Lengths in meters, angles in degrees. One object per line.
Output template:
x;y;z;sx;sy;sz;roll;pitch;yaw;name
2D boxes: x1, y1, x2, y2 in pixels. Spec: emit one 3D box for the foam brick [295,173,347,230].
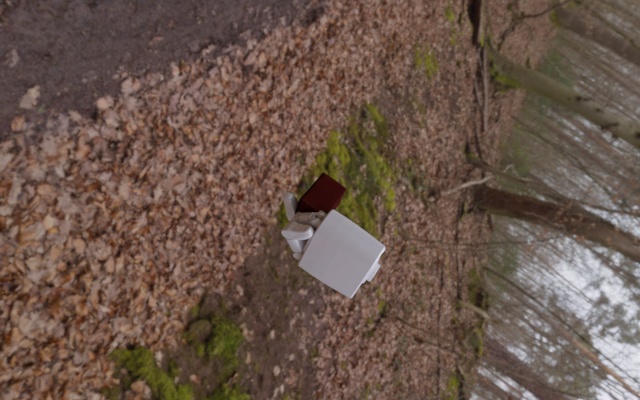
0.000;0.002;0.821;0.051;0.078;0.053;33;-36;9;foam brick
